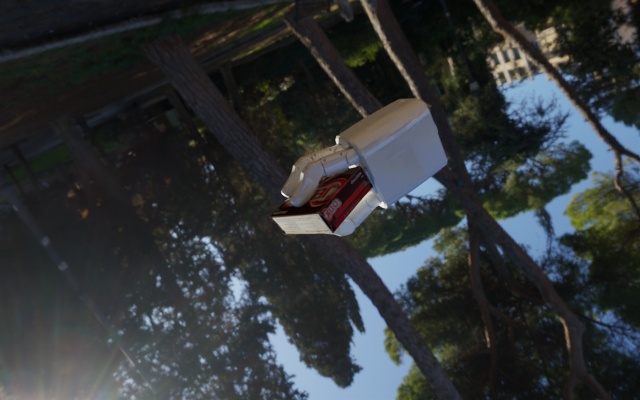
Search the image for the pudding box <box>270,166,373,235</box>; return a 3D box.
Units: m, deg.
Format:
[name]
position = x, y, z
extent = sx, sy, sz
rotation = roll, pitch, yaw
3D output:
[pudding box]
position = 0.000, 0.002, 0.614
extent = 0.090, 0.039, 0.113
rotation = -46, 20, -30
